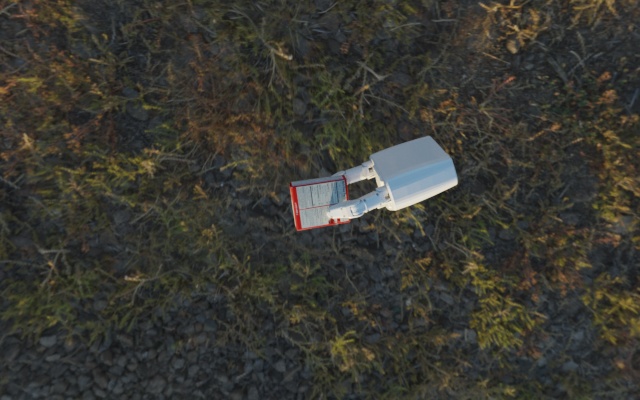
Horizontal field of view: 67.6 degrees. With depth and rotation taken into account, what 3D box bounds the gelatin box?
[{"bbox_3d":[0.000,0.003,0.751,0.089,0.073,0.030,-9,19,-6],"label":"gelatin box"}]
